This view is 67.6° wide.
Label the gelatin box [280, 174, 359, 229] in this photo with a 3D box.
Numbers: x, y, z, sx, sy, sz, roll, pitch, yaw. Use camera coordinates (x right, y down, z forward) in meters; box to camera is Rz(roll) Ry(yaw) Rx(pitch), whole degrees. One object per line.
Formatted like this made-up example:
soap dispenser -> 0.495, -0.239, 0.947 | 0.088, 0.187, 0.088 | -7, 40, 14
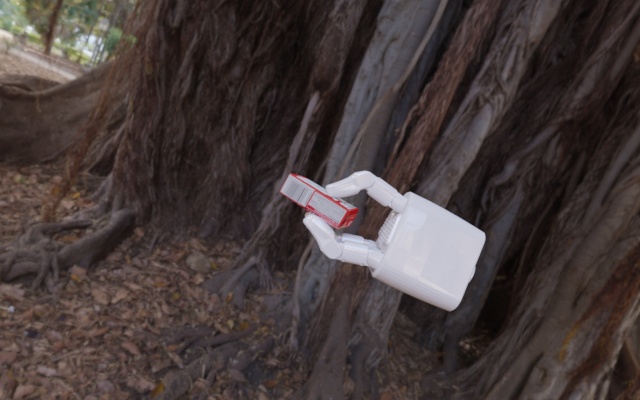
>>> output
gelatin box -> 0.000, 0.001, 0.600 | 0.089, 0.030, 0.073 | 32, 6, 10
